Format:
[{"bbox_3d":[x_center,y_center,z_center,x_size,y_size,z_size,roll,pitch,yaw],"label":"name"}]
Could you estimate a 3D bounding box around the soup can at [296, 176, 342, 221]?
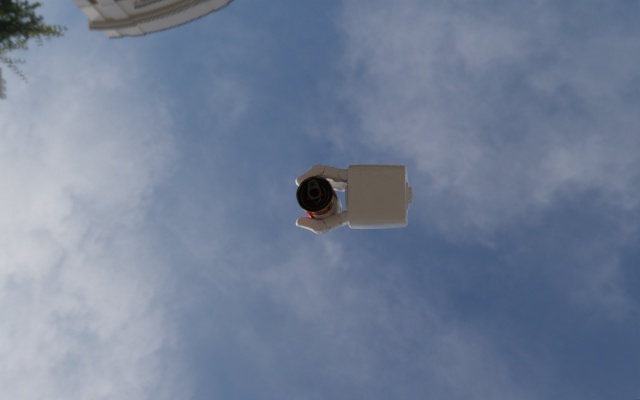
[{"bbox_3d":[0.000,0.003,0.893,0.068,0.068,0.102,0,-17,13],"label":"soup can"}]
